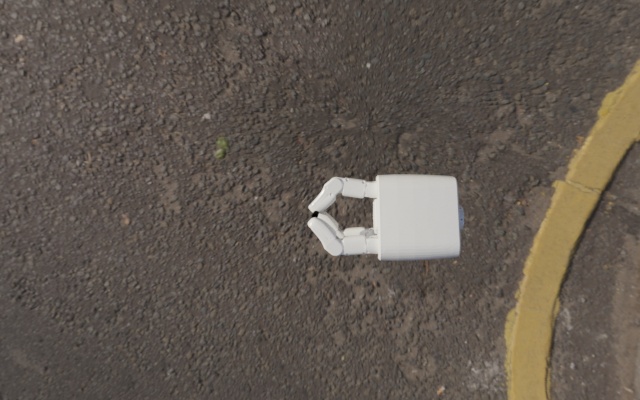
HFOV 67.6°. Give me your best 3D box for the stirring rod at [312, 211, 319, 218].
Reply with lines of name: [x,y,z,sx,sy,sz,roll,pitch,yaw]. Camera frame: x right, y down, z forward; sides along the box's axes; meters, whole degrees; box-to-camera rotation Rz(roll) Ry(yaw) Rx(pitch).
stirring rod: [0.000,0.002,0.750,0.011,0.011,0.239,0,9,4]
